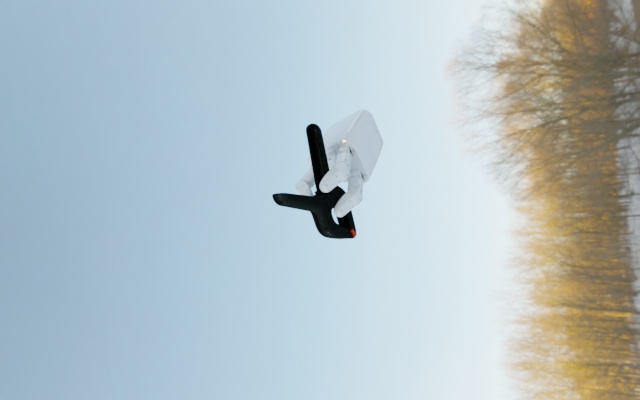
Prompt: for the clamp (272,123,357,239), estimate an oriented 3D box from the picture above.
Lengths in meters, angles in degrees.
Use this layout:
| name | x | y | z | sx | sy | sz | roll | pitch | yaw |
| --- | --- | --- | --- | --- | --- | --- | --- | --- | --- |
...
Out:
| name | x | y | z | sx | sy | sz | roll | pitch | yaw |
| --- | --- | --- | --- | --- | --- | --- | --- | --- | --- |
| clamp | 0.000 | 0.003 | 0.786 | 0.036 | 0.210 | 0.164 | -3 | 40 | 34 |
